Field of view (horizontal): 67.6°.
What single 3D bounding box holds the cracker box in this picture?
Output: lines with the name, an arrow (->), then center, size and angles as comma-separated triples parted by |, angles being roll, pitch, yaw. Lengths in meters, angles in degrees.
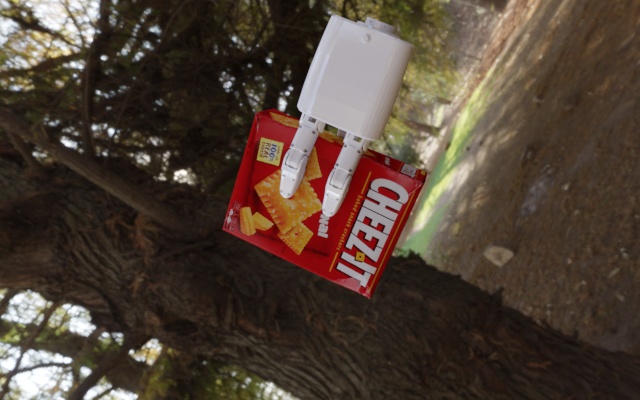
cracker box -> 0.000, 0.002, 0.597 | 0.213, 0.164, 0.072 | 24, 20, 9
